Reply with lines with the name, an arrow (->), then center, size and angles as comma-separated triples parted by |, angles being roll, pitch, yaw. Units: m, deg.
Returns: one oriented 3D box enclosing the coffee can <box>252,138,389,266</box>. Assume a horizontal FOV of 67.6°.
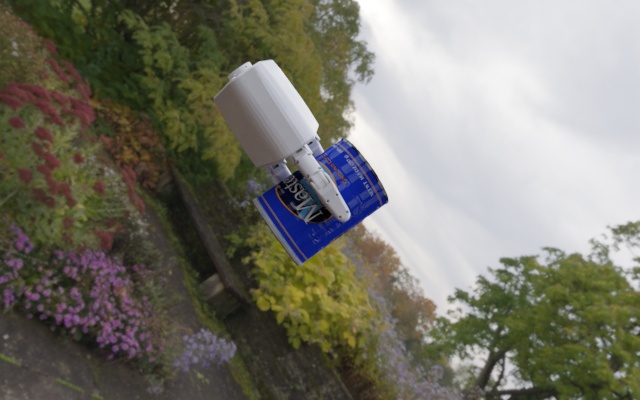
coffee can -> 0.000, 0.002, 0.607 | 0.140, 0.103, 0.103 | -35, 3, -4
